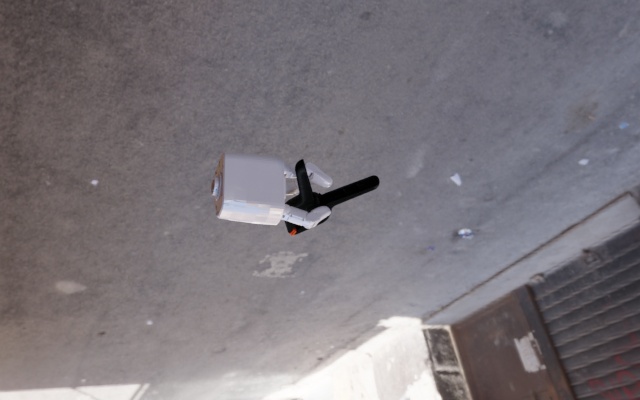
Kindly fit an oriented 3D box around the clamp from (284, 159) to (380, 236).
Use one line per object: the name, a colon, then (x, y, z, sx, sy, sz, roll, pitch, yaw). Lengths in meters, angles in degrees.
clamp: (0.000, 0.004, 0.879, 0.164, 0.036, 0.210, 7, -36, -23)
